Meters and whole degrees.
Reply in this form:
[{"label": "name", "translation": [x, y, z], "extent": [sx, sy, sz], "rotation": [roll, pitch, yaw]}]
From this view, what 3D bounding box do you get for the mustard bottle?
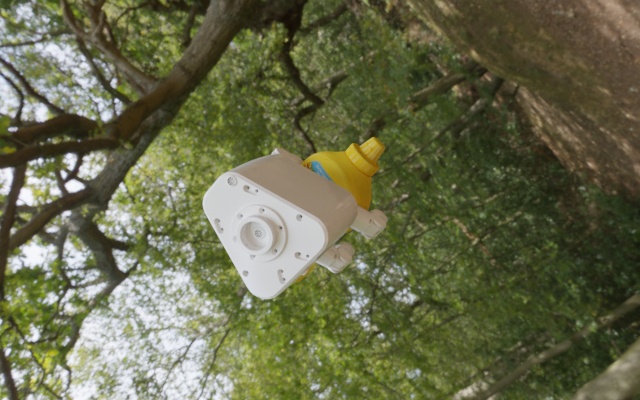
[{"label": "mustard bottle", "translation": [0.000, 0.002, 0.546], "extent": [0.192, 0.096, 0.058], "rotation": [-46, -27, 19]}]
